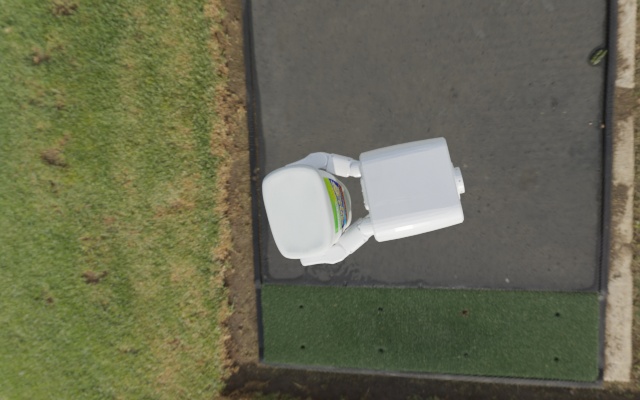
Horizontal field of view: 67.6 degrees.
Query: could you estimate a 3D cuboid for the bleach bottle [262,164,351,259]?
[{"bbox_3d":[0.000,0.002,0.617,0.068,0.102,0.251,-12,3,12],"label":"bleach bottle"}]
